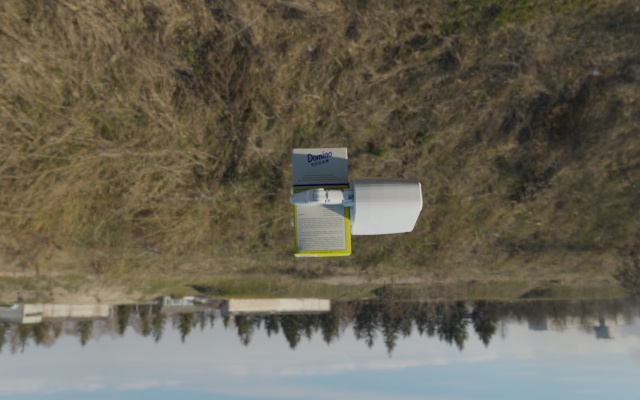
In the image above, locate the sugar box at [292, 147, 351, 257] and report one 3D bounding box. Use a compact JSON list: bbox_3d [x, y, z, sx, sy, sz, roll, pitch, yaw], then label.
[{"bbox_3d":[0.000,0.003,0.786,0.093,0.176,0.048,-1,-11,-1],"label":"sugar box"}]
